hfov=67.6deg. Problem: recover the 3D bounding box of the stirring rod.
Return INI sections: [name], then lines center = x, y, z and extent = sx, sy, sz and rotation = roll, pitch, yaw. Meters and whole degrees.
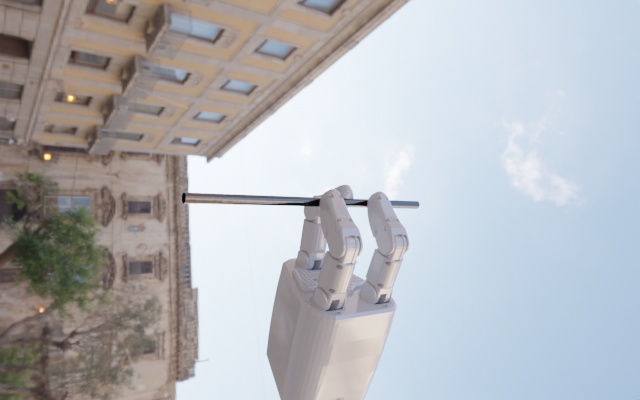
[stirring rod]
center = 0.000, 0.001, 0.409
extent = 0.239, 0.011, 0.011
rotation = 2, -1, -37
